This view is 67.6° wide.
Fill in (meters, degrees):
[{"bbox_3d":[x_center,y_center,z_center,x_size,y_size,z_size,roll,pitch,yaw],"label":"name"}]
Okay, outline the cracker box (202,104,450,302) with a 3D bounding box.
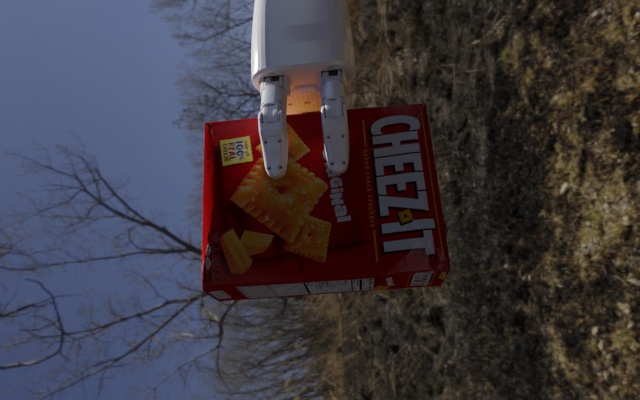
[{"bbox_3d":[0.000,0.002,0.448,0.214,0.164,0.072,-5,-21,4],"label":"cracker box"}]
